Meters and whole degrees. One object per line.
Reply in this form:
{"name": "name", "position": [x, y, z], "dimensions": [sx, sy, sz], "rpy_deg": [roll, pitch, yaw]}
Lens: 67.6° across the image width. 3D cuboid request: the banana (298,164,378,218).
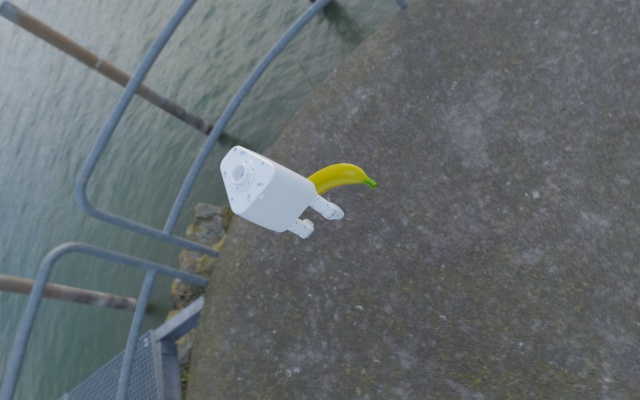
{"name": "banana", "position": [-0.002, -0.015, 0.832], "dimensions": [0.198, 0.069, 0.037], "rpy_deg": [-26, -24, 22]}
